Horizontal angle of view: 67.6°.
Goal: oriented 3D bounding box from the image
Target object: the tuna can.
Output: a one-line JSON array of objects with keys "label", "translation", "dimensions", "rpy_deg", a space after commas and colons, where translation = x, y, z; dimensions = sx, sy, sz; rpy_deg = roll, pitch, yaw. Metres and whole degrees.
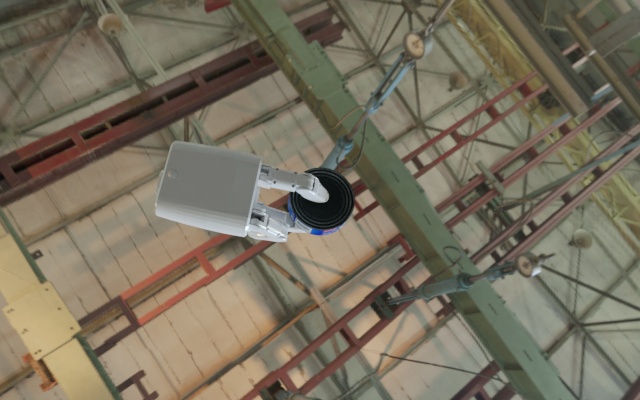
[{"label": "tuna can", "translation": [0.000, 0.002, 0.629], "dimensions": [0.086, 0.086, 0.034], "rpy_deg": [0, -19, -9]}]
